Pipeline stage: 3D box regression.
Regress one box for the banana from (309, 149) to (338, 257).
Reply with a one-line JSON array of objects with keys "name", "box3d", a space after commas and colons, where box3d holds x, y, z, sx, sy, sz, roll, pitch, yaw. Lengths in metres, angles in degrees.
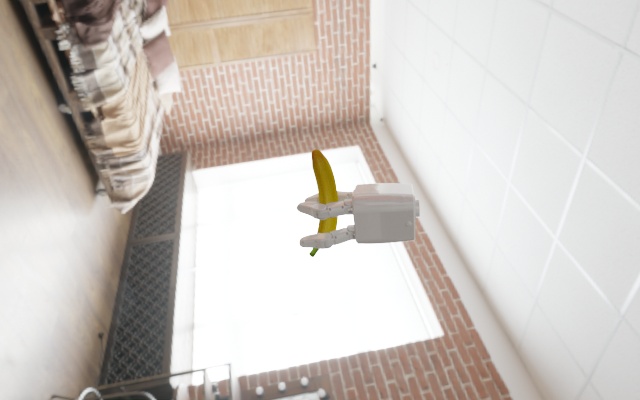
[{"name": "banana", "box3d": [0.008, 0.003, 0.877, 0.037, 0.198, 0.069, 5, 12, 25]}]
